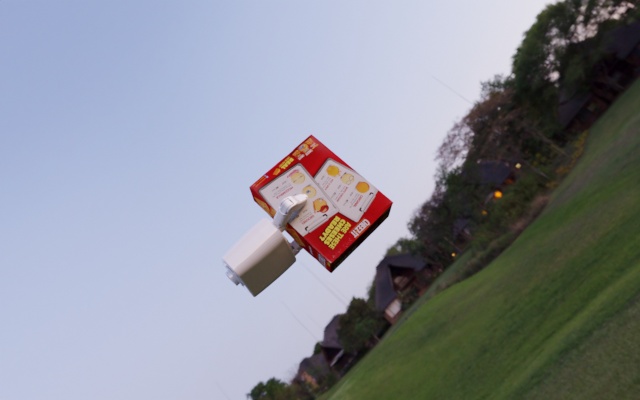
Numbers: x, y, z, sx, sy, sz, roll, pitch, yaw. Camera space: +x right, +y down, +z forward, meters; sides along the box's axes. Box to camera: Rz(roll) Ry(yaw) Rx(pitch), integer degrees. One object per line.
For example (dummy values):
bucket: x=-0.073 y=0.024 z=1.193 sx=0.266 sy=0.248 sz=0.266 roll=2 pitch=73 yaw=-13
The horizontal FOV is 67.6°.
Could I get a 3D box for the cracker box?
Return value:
cracker box: x=0.000 y=0.003 z=0.893 sx=0.213 sy=0.164 sz=0.072 roll=42 pitch=-18 yaw=19
